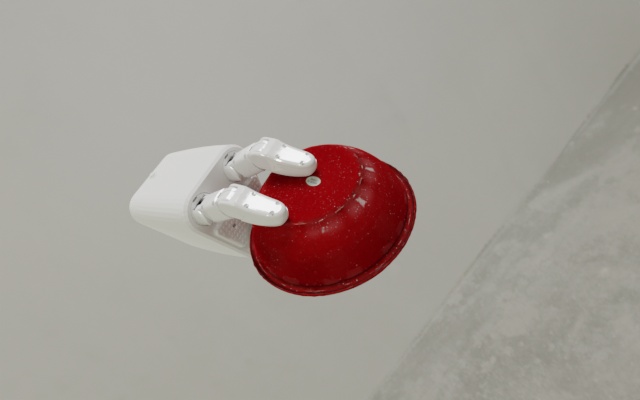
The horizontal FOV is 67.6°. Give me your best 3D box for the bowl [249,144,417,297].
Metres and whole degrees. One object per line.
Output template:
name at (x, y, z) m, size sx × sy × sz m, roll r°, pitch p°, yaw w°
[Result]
bowl at (0.001, 0.001, 0.424) m, size 0.162 × 0.162 × 0.055 m, roll 0°, pitch -39°, yaw 25°
